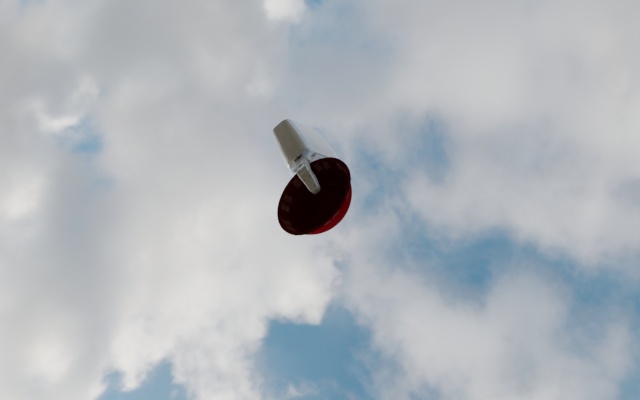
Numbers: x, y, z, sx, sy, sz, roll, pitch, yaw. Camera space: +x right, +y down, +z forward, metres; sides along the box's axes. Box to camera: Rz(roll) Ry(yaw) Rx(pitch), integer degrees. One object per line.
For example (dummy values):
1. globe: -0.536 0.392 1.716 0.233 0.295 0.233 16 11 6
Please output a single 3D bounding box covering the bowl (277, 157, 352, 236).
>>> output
1. bowl: 0.001 0.004 0.864 0.162 0.162 0.055 0 -31 42
